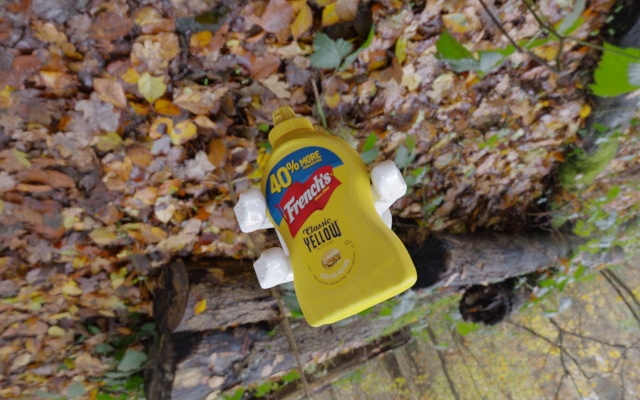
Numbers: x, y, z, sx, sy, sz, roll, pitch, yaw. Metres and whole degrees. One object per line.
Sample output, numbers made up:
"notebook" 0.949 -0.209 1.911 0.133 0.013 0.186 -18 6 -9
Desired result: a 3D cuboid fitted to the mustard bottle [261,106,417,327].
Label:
"mustard bottle" 0.000 0.002 0.410 0.096 0.191 0.058 -31 -19 22
